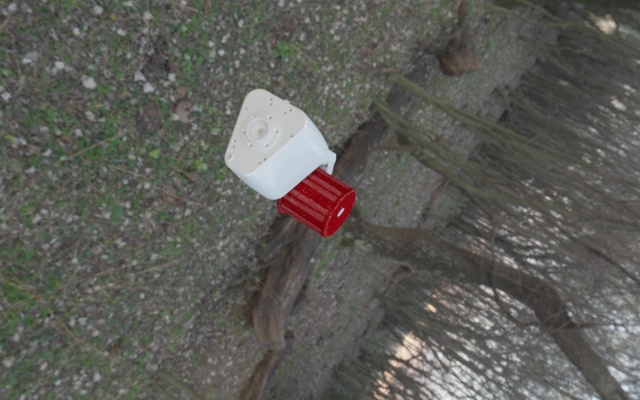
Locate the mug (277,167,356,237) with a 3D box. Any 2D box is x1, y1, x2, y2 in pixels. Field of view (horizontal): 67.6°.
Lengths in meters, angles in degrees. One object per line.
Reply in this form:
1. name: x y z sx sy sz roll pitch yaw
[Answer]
1. mug: 0.001 0.003 0.705 0.081 0.093 0.117 32 -3 19
